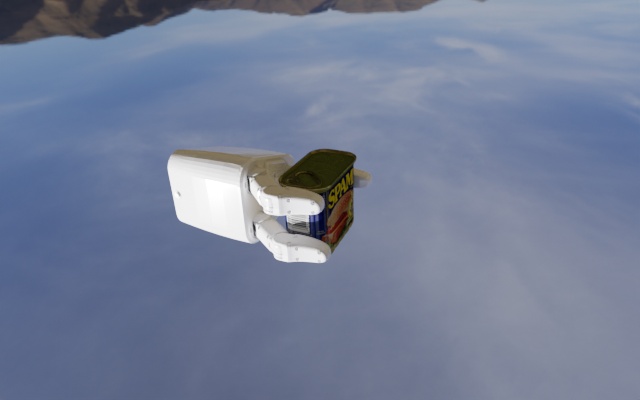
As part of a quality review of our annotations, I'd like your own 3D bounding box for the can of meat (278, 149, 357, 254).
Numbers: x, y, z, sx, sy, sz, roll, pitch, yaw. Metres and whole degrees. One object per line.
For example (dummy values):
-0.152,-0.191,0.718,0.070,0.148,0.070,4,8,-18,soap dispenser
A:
0.000,0.002,0.519,0.057,0.084,0.102,10,30,22,can of meat
